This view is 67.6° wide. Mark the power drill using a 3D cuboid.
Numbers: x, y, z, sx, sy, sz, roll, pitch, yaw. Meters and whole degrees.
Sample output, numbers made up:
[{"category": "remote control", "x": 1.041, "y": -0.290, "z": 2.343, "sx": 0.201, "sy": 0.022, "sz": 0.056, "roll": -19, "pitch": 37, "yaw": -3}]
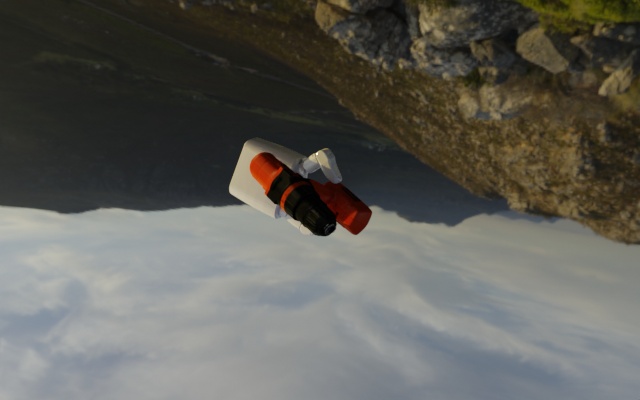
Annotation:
[{"category": "power drill", "x": 0.000, "y": 0.002, "z": 0.732, "sx": 0.184, "sy": 0.057, "sz": 0.188, "roll": 44, "pitch": 14, "yaw": 36}]
